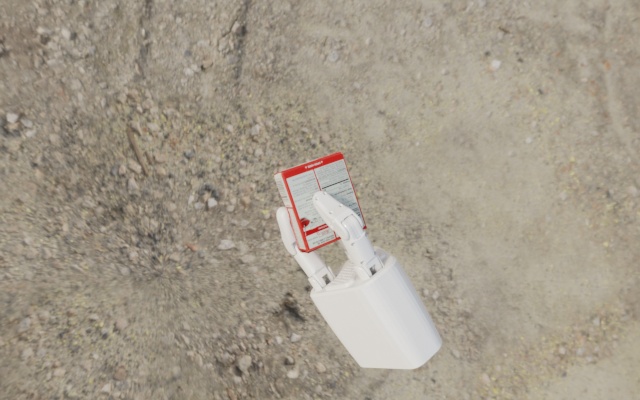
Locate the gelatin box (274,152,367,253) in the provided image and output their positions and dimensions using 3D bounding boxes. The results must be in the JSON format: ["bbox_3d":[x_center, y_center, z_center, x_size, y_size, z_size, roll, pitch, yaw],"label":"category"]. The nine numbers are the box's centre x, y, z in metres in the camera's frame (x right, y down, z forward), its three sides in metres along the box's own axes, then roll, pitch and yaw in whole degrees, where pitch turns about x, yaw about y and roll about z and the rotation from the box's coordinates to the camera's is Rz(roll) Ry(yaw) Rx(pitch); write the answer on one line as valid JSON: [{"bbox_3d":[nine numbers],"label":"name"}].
[{"bbox_3d":[0.000,0.001,0.505,0.073,0.089,0.030,-21,7,-22],"label":"gelatin box"}]
